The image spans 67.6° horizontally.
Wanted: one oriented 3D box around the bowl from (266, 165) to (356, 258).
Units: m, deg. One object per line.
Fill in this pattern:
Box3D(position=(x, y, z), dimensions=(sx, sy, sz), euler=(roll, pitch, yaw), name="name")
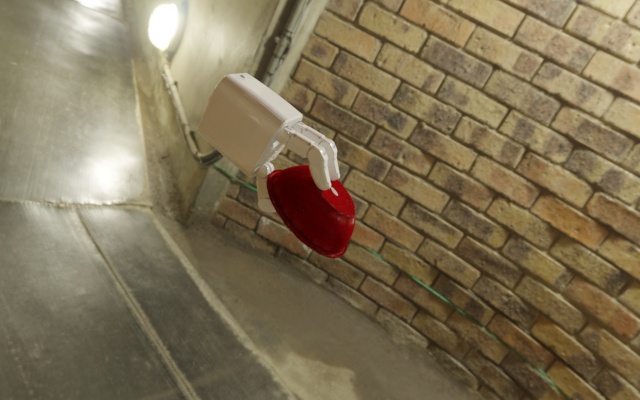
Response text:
Box3D(position=(0.001, 0.003, 0.690), dimensions=(0.055, 0.162, 0.162), euler=(-40, -18, 22), name="bowl")
